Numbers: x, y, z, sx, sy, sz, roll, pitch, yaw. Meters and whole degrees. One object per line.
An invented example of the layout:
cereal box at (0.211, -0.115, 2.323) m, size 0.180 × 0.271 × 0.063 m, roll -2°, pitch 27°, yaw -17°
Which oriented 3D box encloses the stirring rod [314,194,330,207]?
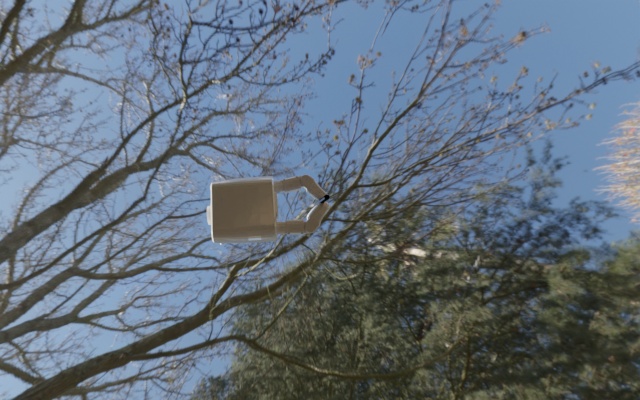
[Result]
stirring rod at (0.000, 0.003, 0.824) m, size 0.011 × 0.011 × 0.239 m, roll 0°, pitch -4°, yaw -5°
